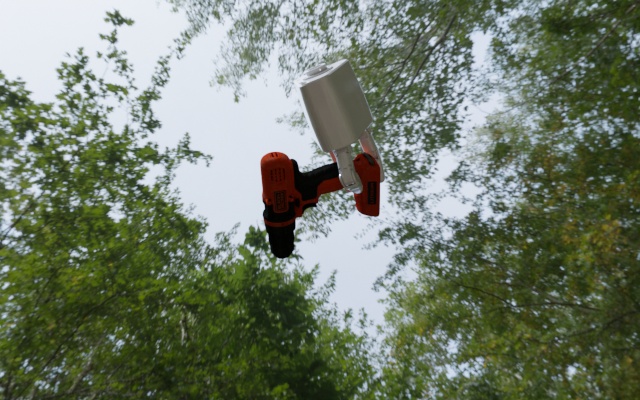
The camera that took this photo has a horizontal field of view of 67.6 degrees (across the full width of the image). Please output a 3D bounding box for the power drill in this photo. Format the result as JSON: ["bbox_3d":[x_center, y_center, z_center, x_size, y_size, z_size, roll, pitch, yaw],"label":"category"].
[{"bbox_3d":[0.001,0.002,0.759,0.187,0.184,0.057,-10,32,-13],"label":"power drill"}]
